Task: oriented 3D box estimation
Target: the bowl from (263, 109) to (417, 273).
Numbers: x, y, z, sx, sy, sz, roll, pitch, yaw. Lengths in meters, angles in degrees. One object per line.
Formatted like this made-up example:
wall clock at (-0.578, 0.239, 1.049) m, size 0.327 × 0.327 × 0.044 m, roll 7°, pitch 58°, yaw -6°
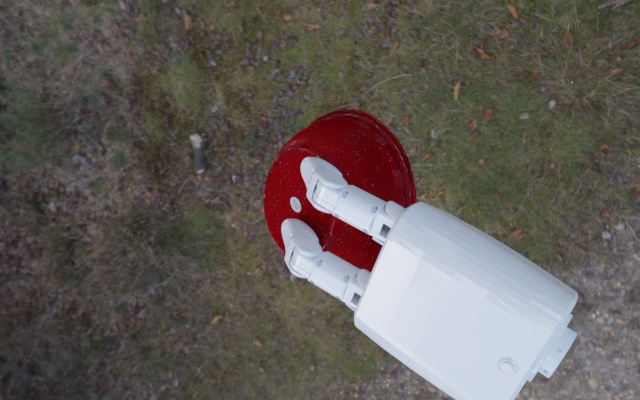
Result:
bowl at (-0.001, 0.001, 0.409) m, size 0.055 × 0.162 × 0.162 m, roll -3°, pitch 2°, yaw -43°
